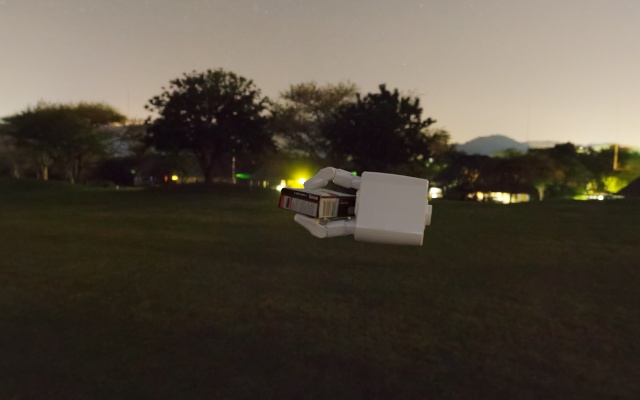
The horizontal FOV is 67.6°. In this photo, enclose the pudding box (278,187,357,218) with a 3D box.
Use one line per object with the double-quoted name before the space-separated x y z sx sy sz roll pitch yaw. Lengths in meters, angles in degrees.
"pudding box" 0.000 0.002 0.801 0.090 0.039 0.113 12 6 38
